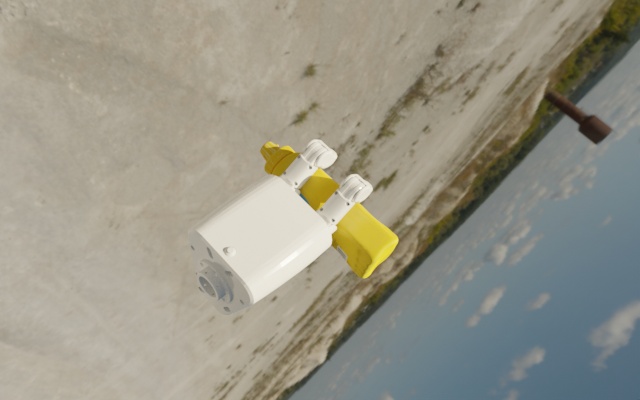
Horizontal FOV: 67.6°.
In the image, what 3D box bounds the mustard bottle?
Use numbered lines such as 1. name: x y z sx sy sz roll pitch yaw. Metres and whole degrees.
1. mustard bottle: 0.001 0.002 0.545 0.058 0.191 0.096 -43 -14 -11
